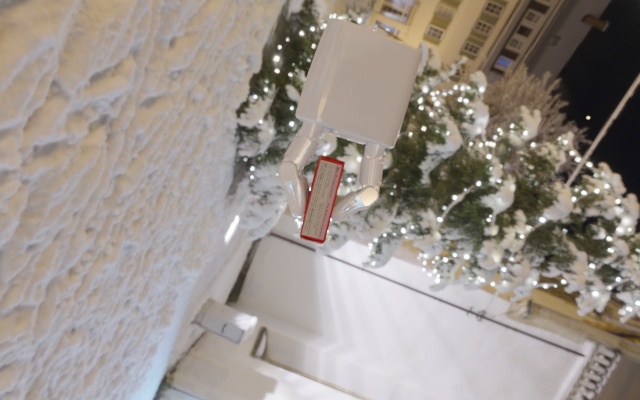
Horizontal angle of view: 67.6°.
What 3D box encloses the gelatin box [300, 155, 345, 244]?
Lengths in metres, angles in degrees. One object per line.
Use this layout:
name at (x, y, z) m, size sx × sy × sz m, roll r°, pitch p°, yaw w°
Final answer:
gelatin box at (0.000, 0.002, 0.523) m, size 0.030 × 0.089 × 0.073 m, roll 14°, pitch -6°, yaw -1°
